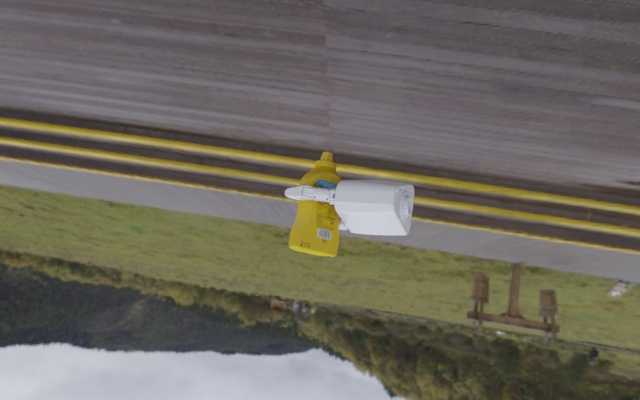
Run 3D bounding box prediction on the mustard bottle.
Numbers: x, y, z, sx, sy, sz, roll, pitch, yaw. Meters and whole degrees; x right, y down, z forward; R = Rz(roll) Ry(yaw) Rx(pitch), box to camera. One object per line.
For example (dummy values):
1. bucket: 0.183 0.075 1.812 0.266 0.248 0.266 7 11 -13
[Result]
1. mustard bottle: 0.000 0.003 0.882 0.096 0.191 0.058 17 -14 -37
